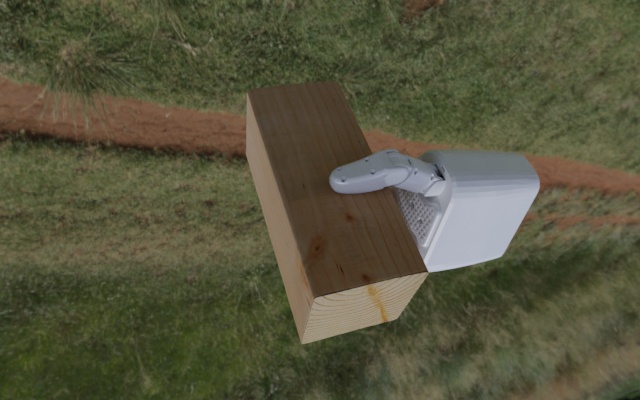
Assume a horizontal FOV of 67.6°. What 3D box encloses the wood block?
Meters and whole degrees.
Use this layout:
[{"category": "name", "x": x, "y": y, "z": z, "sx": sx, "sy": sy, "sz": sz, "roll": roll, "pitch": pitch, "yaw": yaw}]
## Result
[{"category": "wood block", "x": 0.001, "y": 0.001, "z": 0.416, "sx": 0.090, "sy": 0.206, "sz": 0.091, "roll": -10, "pitch": -34, "yaw": -17}]
